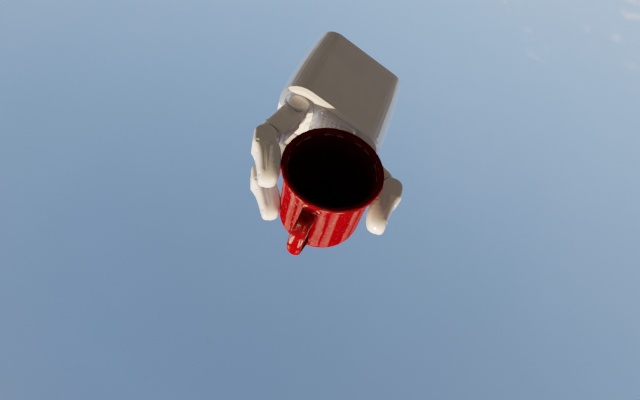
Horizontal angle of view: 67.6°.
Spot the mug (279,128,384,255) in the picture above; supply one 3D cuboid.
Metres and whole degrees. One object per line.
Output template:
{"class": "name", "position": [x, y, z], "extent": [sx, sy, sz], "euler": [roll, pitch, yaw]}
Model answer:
{"class": "mug", "position": [0.000, 0.003, 0.445], "extent": [0.093, 0.117, 0.081], "euler": [24, -34, 4]}
